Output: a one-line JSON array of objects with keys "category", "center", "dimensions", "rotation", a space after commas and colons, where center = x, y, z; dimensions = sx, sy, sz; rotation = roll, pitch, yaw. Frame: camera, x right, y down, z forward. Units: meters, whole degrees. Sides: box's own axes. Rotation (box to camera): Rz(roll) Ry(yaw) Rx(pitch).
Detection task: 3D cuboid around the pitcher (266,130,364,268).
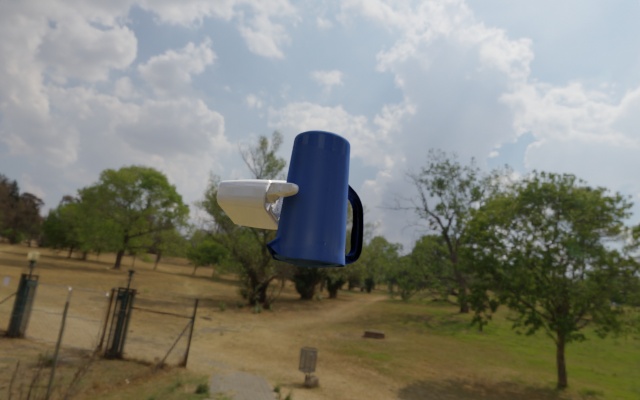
[{"category": "pitcher", "center": [0.000, 0.003, 0.885], "dimensions": [0.145, 0.242, 0.149], "rotation": [3, -12, 19]}]
